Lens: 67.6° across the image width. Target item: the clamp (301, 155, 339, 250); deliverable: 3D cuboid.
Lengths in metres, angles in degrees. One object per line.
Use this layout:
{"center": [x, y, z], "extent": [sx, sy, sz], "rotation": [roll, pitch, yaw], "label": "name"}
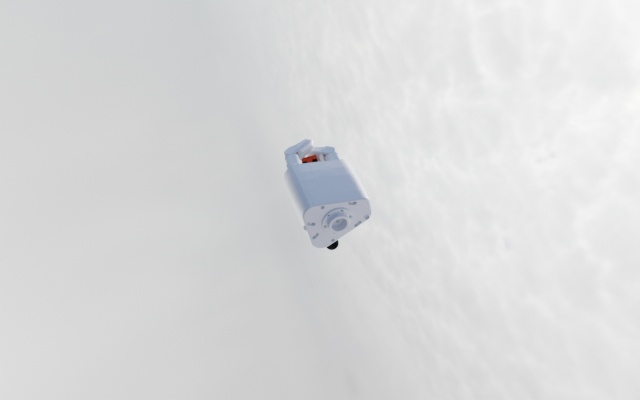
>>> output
{"center": [0.001, 0.002, 0.852], "extent": [0.039, 0.172, 0.120], "rotation": [-21, 41, -3], "label": "clamp"}
